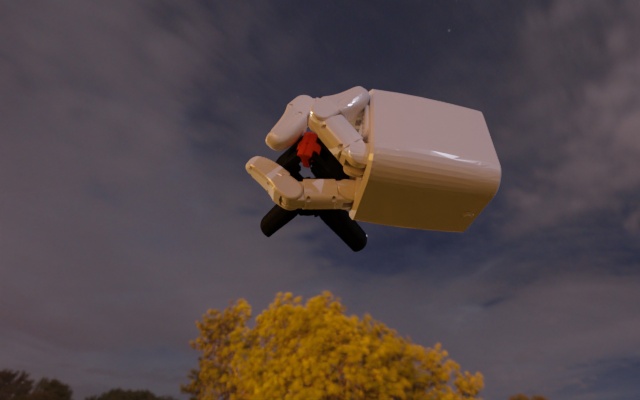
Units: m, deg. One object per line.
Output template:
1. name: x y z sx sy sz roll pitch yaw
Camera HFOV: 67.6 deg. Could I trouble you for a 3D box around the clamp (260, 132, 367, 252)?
1. clamp: 0.000 0.001 0.482 0.120 0.039 0.172 9 -31 -3
